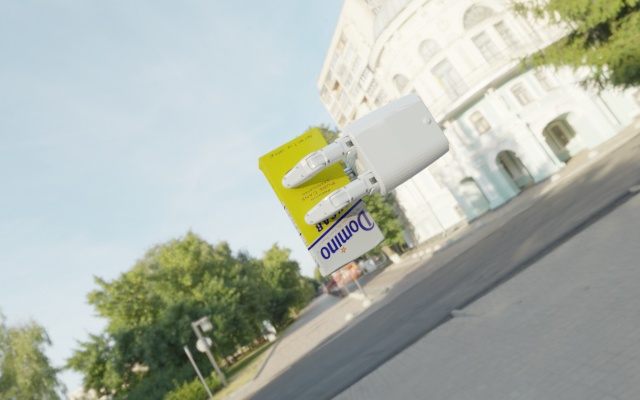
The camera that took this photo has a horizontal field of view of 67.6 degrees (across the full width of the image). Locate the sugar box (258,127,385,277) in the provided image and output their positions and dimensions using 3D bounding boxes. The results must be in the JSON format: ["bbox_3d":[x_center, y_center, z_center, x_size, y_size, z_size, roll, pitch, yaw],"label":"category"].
[{"bbox_3d":[0.000,0.002,0.628,0.093,0.176,0.048,-30,-9,-11],"label":"sugar box"}]
